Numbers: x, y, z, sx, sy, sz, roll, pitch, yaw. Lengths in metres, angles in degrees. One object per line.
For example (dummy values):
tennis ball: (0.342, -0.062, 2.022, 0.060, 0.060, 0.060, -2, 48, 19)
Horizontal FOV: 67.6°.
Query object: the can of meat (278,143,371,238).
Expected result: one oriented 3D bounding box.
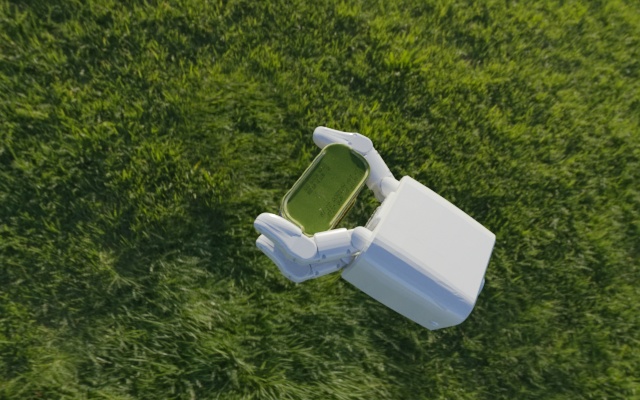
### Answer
can of meat: (0.000, 0.001, 0.470, 0.057, 0.102, 0.084, 36, -21, 4)
